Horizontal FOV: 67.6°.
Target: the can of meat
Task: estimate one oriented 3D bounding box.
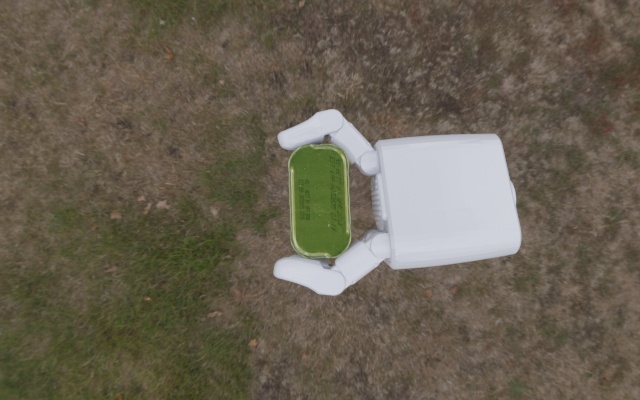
[{"bbox_3d":[0.000,0.001,0.435,0.057,0.102,0.084,-3,-1,0],"label":"can of meat"}]
